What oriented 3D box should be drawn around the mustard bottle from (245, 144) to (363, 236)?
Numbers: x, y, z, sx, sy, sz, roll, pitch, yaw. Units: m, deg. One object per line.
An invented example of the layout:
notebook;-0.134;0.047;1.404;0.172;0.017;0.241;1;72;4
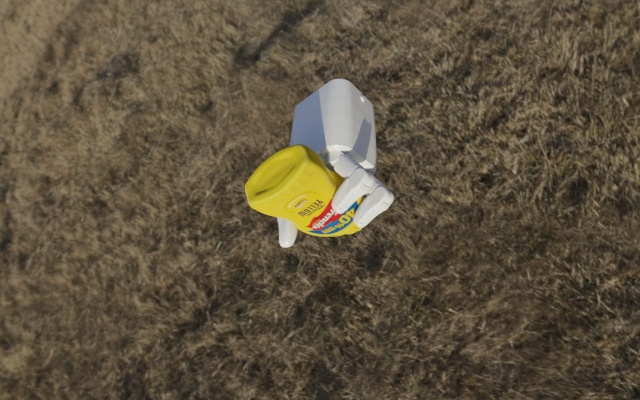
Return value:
mustard bottle;0.000;0.002;0.615;0.096;0.058;0.192;-36;-37;19
